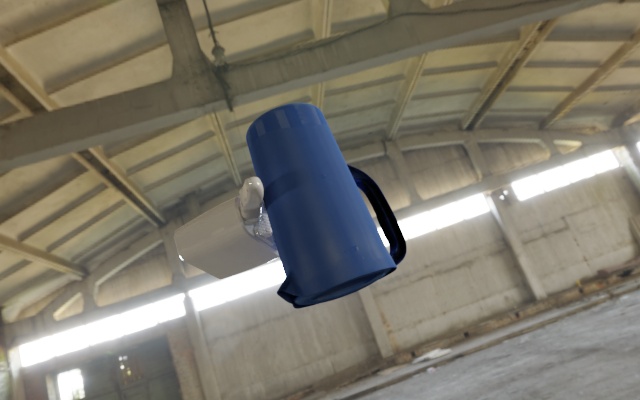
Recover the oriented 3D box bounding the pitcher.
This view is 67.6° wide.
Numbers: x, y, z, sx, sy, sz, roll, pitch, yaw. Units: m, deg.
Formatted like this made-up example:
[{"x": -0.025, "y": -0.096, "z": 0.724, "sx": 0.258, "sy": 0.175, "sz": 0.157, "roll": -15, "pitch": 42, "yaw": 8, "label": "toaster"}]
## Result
[{"x": 0.000, "y": 0.002, "z": 0.609, "sx": 0.145, "sy": 0.242, "sz": 0.149, "roll": -25, "pitch": -17, "yaw": 16, "label": "pitcher"}]
